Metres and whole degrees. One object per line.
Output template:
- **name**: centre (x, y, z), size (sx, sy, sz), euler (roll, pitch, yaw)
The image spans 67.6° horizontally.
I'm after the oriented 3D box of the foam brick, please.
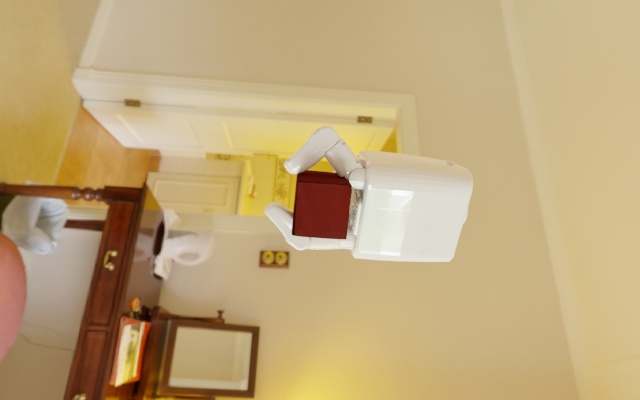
- **foam brick**: centre (0.000, 0.002, 0.466), size (0.051, 0.053, 0.078), euler (6, 12, -3)
